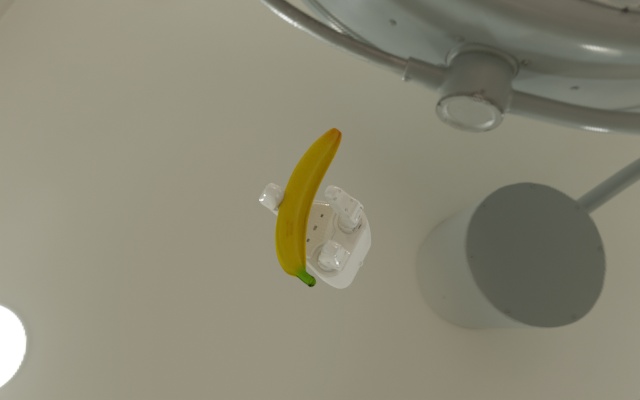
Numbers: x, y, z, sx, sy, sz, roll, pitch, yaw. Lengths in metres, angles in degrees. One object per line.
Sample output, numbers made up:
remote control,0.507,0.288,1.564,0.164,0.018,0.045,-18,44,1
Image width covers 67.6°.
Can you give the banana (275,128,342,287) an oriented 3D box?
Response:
banana,-0.017,0.006,0.556,0.069,0.197,0.037,-3,-26,27
